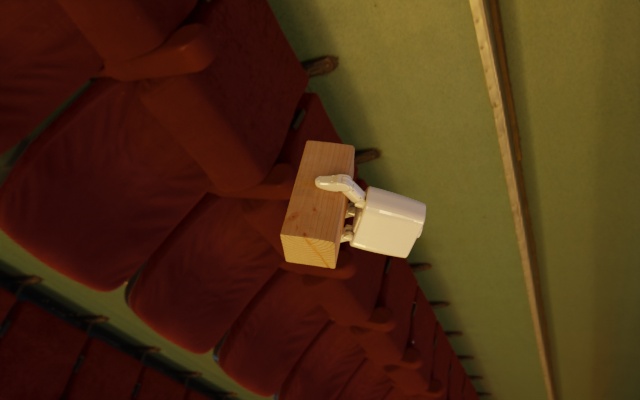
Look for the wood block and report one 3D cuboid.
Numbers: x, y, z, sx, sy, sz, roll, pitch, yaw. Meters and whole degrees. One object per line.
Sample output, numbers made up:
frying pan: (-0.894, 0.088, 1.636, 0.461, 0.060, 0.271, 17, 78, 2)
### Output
wood block: (0.000, 0.003, 0.842, 0.090, 0.206, 0.091, 8, -35, 8)
